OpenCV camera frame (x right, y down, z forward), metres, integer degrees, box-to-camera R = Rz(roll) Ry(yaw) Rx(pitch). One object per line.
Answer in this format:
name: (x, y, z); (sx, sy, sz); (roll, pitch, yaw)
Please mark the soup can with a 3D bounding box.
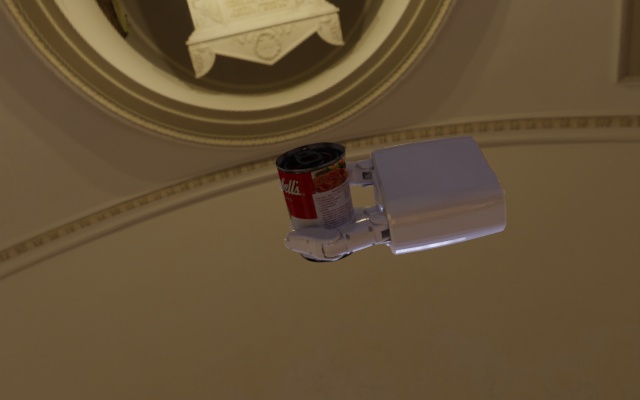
soup can: (0.000, 0.002, 0.475); (0.068, 0.102, 0.068); (-10, 25, 5)
